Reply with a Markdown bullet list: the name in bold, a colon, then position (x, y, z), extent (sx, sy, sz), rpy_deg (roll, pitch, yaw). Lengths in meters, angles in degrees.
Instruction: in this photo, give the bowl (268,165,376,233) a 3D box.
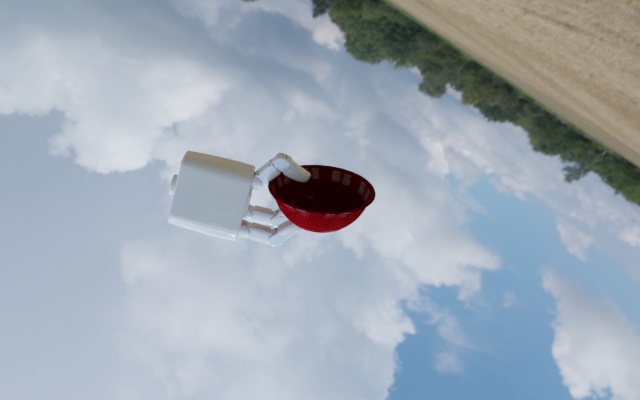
- **bowl**: position (0.001, 0.003, 0.724), extent (0.162, 0.055, 0.162), rpy_deg (4, 28, -2)
